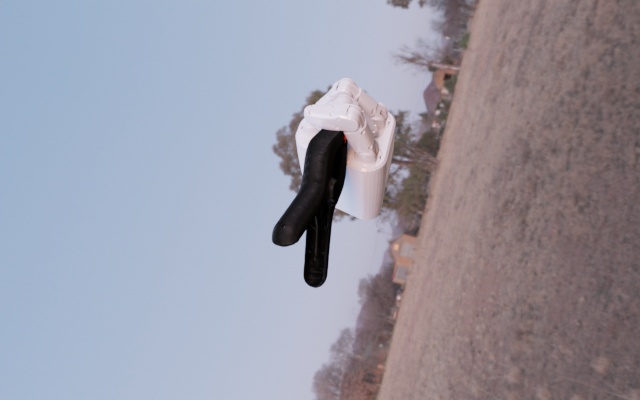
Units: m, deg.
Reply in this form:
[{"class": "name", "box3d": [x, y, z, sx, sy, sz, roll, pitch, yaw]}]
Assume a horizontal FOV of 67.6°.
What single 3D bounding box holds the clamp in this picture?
[{"class": "clamp", "box3d": [0.000, 0.001, 0.488, 0.039, 0.171, 0.120, 11, -34, 16]}]
